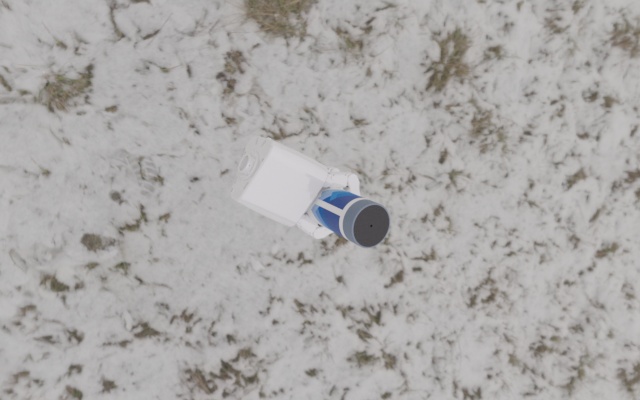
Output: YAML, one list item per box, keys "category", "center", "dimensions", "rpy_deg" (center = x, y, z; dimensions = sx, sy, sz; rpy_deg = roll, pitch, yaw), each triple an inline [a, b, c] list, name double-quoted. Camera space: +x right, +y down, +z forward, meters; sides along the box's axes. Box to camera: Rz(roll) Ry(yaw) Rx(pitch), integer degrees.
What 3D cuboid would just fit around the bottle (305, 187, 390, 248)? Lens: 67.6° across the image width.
- category: "bottle"
  center: [0.000, 0.003, 0.794]
  dimensions: [0.069, 0.069, 0.295]
  rpy_deg: [0, 13, -30]
